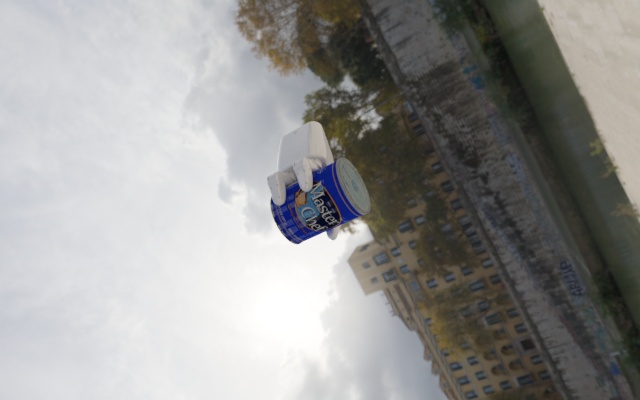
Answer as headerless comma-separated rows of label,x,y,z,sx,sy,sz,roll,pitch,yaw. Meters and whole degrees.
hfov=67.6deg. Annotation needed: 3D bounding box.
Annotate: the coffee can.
coffee can,0.000,0.003,0.818,0.140,0.103,0.103,-26,-10,22
